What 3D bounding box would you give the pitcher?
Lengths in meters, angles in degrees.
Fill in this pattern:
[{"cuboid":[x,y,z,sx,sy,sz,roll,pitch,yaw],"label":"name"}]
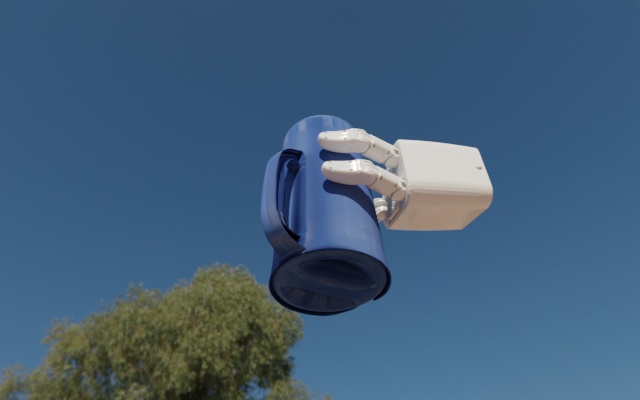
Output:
[{"cuboid":[0.000,0.002,0.584,0.145,0.242,0.149,3,-42,-7],"label":"pitcher"}]
